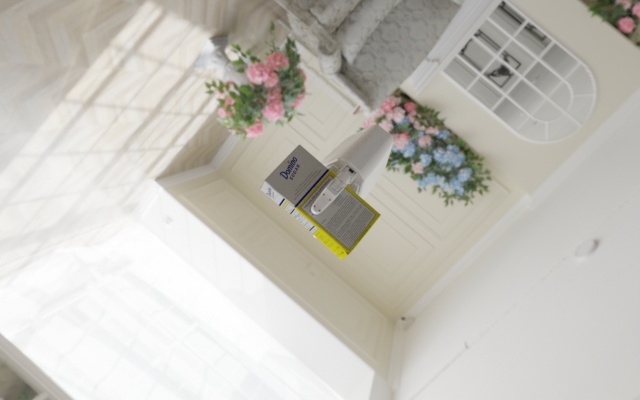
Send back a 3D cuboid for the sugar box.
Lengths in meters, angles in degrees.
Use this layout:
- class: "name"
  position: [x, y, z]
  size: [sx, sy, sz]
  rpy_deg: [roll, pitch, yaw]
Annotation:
- class: "sugar box"
  position: [0.000, 0.003, 0.766]
  size: [0.176, 0.093, 0.048]
  rpy_deg: [41, -27, 2]
